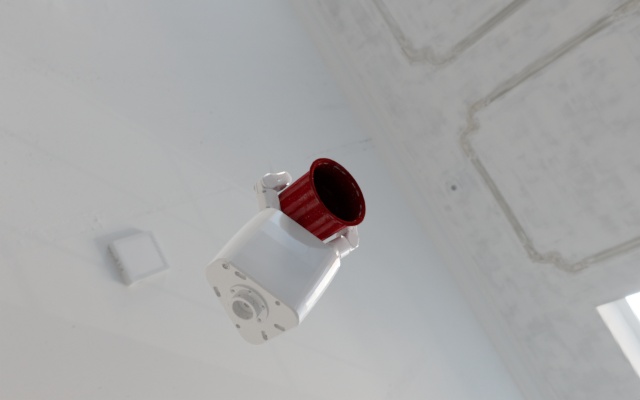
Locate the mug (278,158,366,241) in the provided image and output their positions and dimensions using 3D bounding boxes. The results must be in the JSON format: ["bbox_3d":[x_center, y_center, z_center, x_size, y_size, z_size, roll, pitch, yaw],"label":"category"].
[{"bbox_3d":[0.000,0.001,0.603,0.081,0.093,0.117,-35,8,36],"label":"mug"}]
